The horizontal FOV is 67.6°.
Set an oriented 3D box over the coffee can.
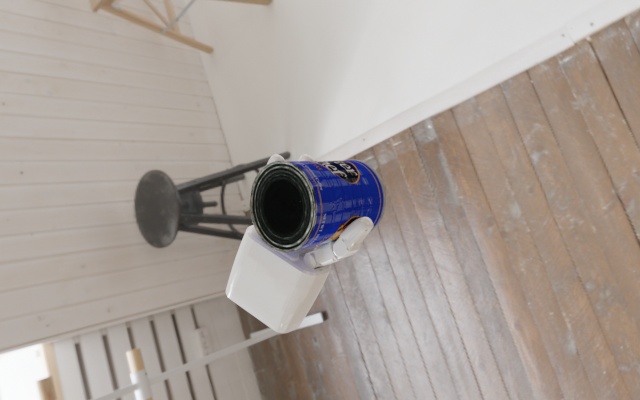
[{"bbox_3d":[0.000,0.002,0.581,0.103,0.103,0.140,0,4,40],"label":"coffee can"}]
